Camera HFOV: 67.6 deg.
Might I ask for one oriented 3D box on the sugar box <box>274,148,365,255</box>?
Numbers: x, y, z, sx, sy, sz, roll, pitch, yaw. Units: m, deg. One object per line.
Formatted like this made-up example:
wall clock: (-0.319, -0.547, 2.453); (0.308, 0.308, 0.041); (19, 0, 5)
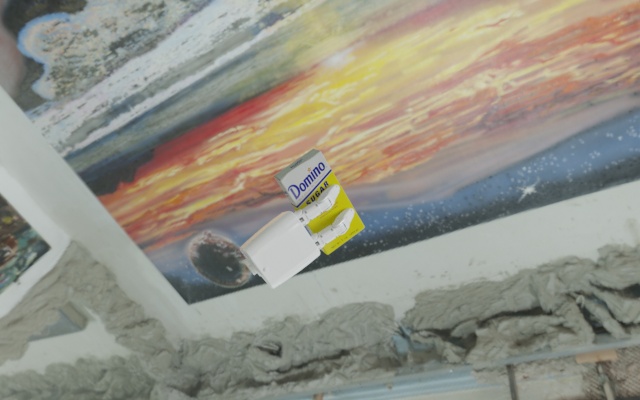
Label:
sugar box: (0.000, 0.003, 0.880); (0.093, 0.176, 0.048); (-36, 24, -10)
